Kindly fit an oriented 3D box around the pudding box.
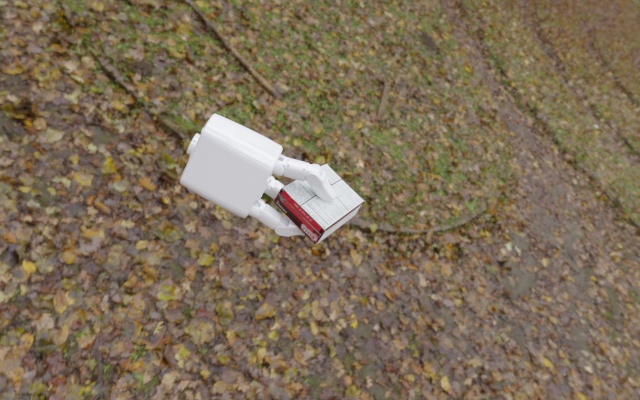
[{"bbox_3d":[0.000,0.002,0.703,0.113,0.090,0.039,-33,-16,-45],"label":"pudding box"}]
